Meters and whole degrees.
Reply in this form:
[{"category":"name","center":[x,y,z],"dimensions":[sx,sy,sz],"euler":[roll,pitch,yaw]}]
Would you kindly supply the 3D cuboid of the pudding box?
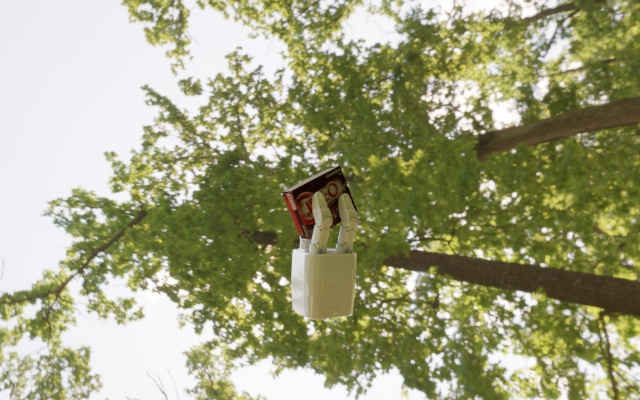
[{"category":"pudding box","center":[0.000,0.003,0.820],"dimensions":[0.113,0.090,0.039],"euler":[-31,16,-33]}]
